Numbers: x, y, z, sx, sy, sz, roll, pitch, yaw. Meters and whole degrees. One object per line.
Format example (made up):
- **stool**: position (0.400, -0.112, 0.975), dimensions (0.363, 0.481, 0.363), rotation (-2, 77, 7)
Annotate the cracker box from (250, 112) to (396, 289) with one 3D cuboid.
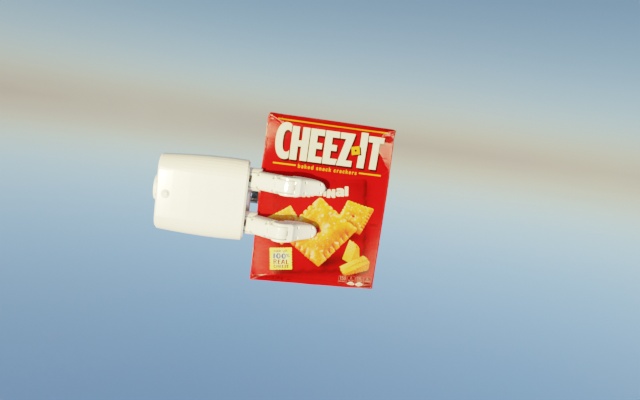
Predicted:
- **cracker box**: position (0.000, 0.002, 0.627), dimensions (0.164, 0.214, 0.072), rotation (7, 8, -7)
